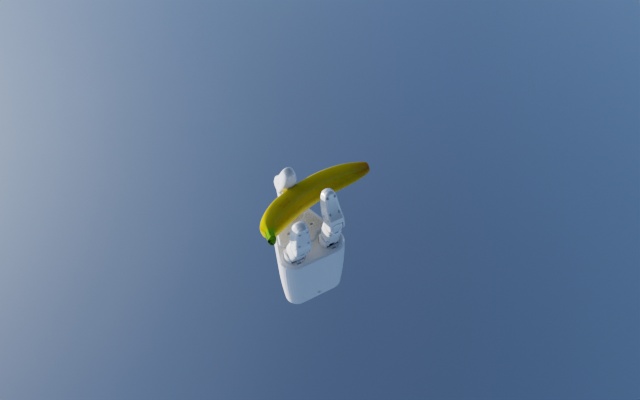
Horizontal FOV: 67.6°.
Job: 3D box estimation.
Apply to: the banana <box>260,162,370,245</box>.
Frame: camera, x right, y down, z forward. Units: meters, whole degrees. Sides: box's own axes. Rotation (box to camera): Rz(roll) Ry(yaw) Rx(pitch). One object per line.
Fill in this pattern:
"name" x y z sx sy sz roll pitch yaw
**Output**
"banana" -0.016 -0.001 0.646 0.069 0.037 0.197 21 48 38
